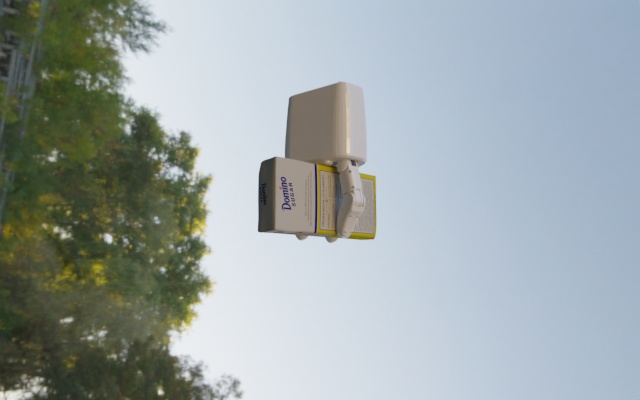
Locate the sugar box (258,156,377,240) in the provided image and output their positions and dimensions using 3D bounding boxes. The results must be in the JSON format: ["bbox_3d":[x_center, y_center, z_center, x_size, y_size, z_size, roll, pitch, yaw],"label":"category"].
[{"bbox_3d":[0.000,0.002,0.638,0.176,0.093,0.048,8,-13,-37],"label":"sugar box"}]
